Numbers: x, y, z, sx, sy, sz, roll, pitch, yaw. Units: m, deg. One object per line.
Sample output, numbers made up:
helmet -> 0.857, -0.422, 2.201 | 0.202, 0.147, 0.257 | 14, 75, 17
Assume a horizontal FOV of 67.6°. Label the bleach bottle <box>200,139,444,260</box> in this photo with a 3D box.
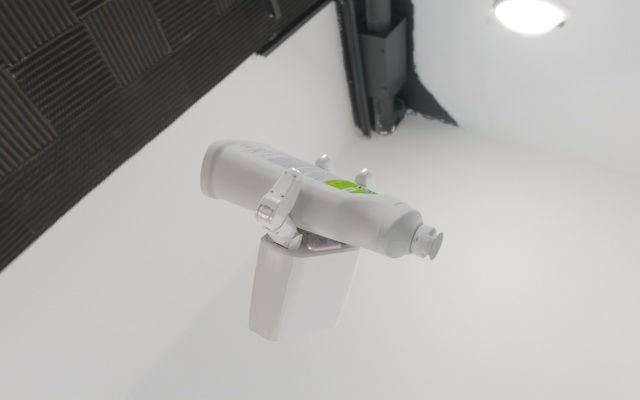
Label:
bleach bottle -> 0.000, 0.002, 0.489 | 0.251, 0.068, 0.102 | 22, 19, 29
